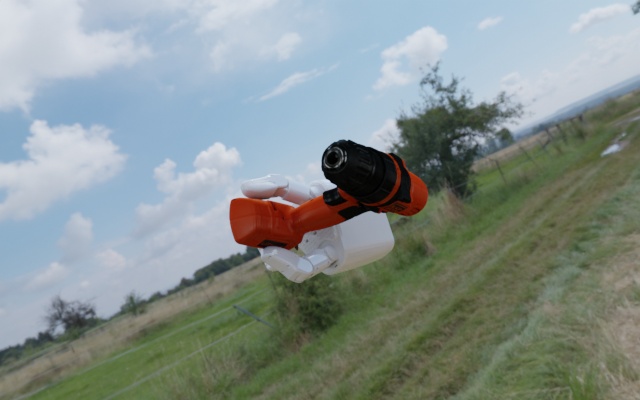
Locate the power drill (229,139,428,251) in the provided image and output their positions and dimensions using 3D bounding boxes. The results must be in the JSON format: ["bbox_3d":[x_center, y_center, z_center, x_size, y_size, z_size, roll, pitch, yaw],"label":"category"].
[{"bbox_3d":[0.000,0.002,0.491,0.188,0.057,0.184,-17,-20,28],"label":"power drill"}]
